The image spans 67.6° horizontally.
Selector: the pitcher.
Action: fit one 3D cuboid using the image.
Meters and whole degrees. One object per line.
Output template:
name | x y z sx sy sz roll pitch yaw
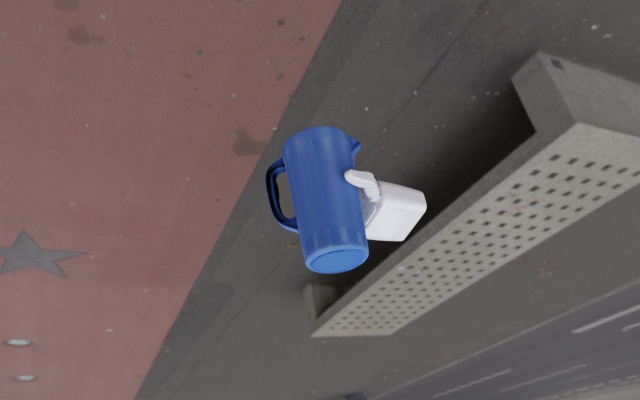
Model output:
pitcher | 0.000 0.003 0.848 0.145 0.242 0.149 10 -36 -30
